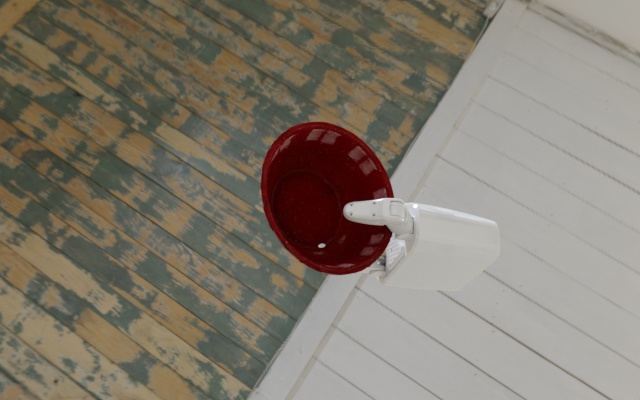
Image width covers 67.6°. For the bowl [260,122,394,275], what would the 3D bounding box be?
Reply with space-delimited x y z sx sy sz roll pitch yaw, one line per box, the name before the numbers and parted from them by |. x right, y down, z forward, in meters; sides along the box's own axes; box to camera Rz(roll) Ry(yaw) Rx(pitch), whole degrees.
bowl | -0.001 0.001 0.504 0.162 0.162 0.055 0 -15 -33
